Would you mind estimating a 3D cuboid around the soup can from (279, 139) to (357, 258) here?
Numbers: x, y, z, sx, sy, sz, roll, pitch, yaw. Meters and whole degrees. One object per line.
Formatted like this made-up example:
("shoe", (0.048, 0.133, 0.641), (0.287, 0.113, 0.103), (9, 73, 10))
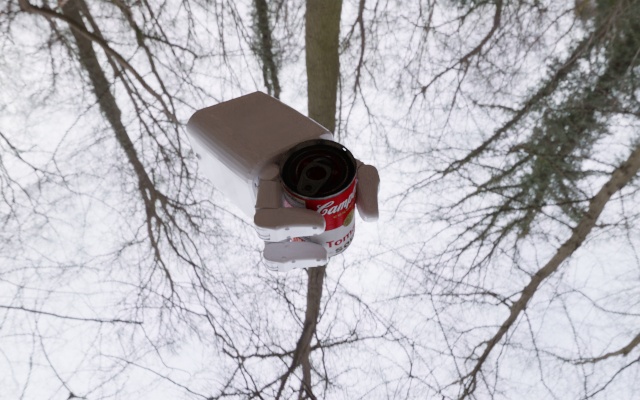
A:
("soup can", (0.001, 0.002, 0.453), (0.068, 0.068, 0.102), (0, -37, 4))
